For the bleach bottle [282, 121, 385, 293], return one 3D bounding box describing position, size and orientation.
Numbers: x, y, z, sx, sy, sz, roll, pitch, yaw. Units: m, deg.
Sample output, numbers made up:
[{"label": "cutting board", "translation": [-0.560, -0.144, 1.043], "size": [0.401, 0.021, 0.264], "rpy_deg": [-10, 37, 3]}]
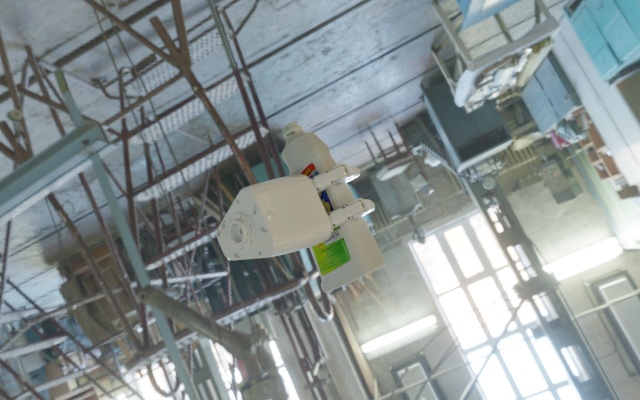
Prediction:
[{"label": "bleach bottle", "translation": [0.000, 0.002, 0.713], "size": [0.102, 0.251, 0.068], "rpy_deg": [-33, -12, 39]}]
